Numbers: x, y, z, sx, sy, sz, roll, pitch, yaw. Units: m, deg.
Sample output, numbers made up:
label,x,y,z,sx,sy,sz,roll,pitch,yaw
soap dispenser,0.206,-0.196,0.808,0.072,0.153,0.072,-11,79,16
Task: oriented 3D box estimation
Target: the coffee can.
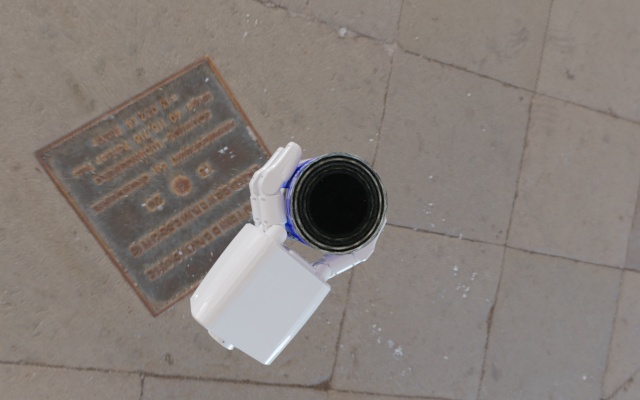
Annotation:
label,x,y,z,sx,sy,sz,roll,pitch,yaw
coffee can,0.000,0.002,0.537,0.103,0.103,0.140,0,1,-16
